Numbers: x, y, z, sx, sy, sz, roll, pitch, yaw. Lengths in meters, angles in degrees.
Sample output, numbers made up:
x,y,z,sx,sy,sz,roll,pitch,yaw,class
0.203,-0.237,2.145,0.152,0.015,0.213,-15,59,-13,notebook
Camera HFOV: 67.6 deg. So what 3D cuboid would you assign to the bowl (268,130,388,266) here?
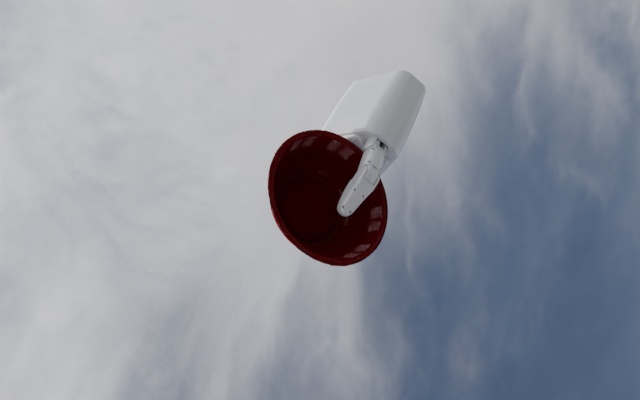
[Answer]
x,y,z,sx,sy,sz,roll,pitch,yaw,class
-0.001,0.003,0.558,0.162,0.162,0.055,0,-18,-34,bowl
